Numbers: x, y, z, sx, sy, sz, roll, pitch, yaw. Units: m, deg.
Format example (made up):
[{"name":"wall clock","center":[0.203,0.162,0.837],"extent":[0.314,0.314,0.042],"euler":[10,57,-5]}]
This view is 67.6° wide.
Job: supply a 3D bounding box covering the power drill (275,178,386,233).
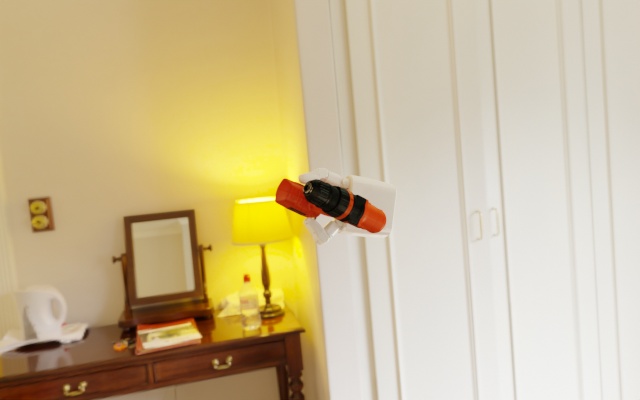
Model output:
[{"name":"power drill","center":[0.000,0.003,0.853],"extent":[0.184,0.057,0.187],"euler":[28,-9,-38]}]
